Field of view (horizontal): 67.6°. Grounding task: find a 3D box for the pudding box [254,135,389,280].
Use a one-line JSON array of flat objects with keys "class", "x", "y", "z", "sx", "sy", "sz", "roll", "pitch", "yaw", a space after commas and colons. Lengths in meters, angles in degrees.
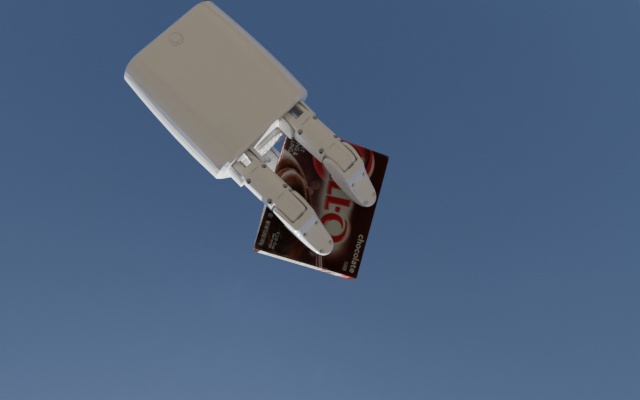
[{"class": "pudding box", "x": 0.000, "y": 0.001, "z": 0.410, "sx": 0.090, "sy": 0.113, "sz": 0.039, "roll": 18, "pitch": -9, "yaw": -10}]
